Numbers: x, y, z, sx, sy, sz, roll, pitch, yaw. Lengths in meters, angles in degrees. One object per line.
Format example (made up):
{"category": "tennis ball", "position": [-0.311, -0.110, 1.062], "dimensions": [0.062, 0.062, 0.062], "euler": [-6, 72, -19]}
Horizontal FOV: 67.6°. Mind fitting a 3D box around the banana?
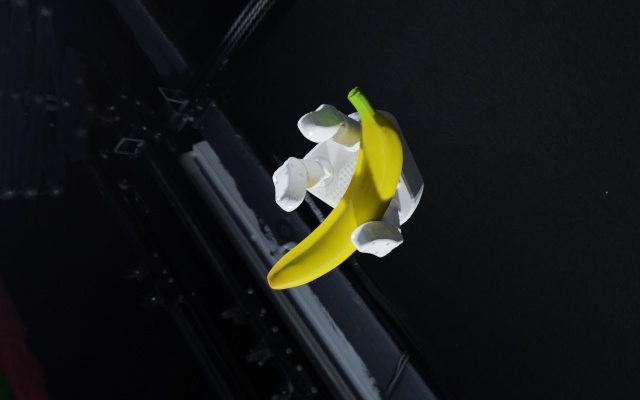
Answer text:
{"category": "banana", "position": [0.019, 0.006, 0.403], "dimensions": [0.069, 0.198, 0.037], "euler": [23, 25, -4]}
